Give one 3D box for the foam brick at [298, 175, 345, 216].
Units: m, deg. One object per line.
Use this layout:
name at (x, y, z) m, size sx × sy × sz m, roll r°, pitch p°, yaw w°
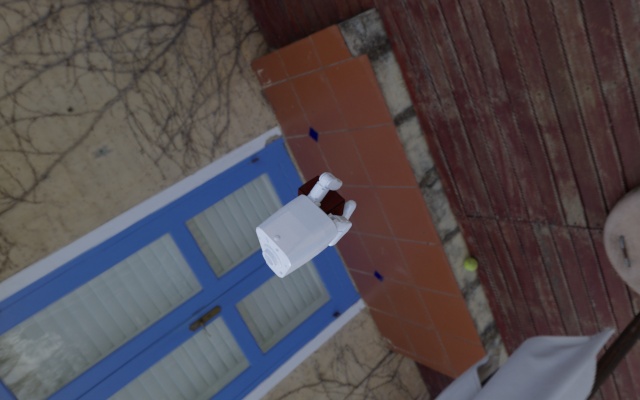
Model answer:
foam brick at (0.000, 0.003, 0.887) m, size 0.051 × 0.078 × 0.053 m, roll -34°, pitch -28°, yaw -26°
